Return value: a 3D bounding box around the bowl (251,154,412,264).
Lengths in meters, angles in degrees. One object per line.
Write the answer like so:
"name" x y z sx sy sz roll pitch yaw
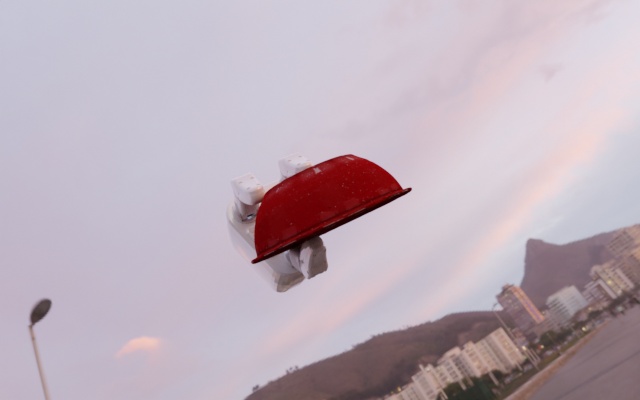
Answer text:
"bowl" 0.000 0.001 0.442 0.162 0.055 0.162 -24 -5 -2
